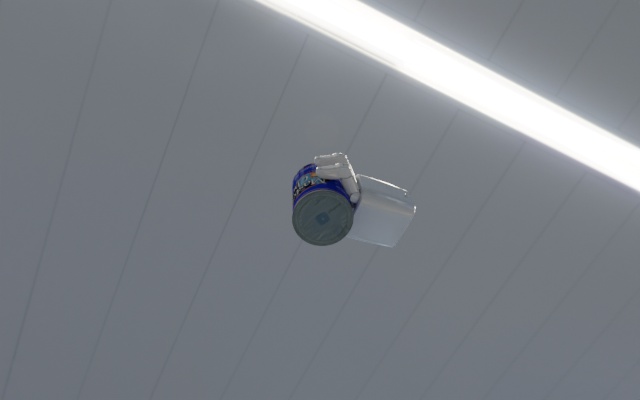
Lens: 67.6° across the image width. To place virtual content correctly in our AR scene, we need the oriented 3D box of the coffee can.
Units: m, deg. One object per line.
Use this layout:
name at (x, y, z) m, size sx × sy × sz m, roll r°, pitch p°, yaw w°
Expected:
coffee can at (0.000, 0.003, 0.853) m, size 0.103 × 0.103 × 0.140 m, roll 0°, pitch 24°, yaw -4°
